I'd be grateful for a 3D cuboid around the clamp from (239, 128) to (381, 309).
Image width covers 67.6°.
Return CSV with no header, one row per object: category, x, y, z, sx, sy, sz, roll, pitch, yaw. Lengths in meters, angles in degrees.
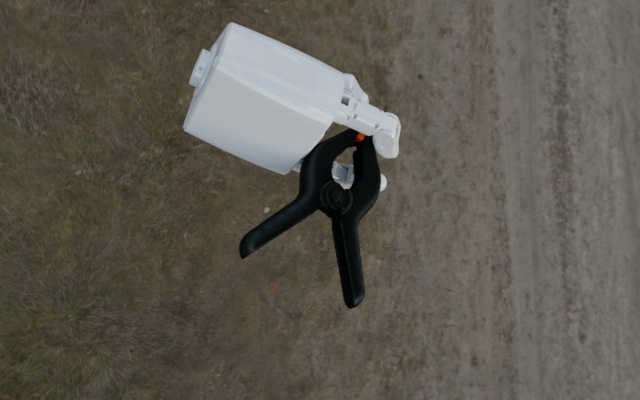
clamp,0.000,0.001,0.436,0.120,0.171,0.039,21,-21,-22
